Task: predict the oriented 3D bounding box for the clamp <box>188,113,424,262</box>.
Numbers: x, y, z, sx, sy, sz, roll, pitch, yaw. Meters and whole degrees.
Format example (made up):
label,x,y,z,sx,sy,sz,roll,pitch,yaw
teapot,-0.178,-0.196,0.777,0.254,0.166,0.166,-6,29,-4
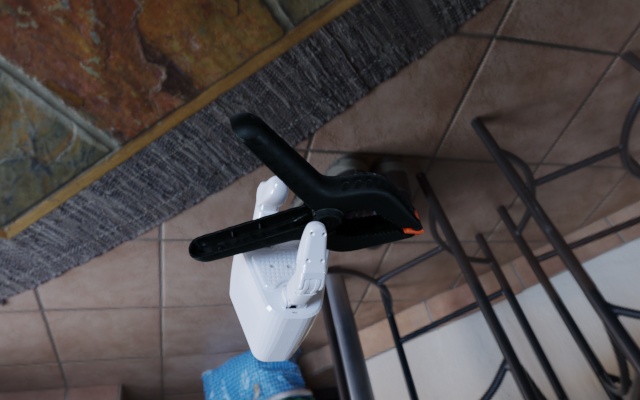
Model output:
label,x,y,z,sx,sy,sz,roll,pitch,yaw
clamp,0.001,0.002,0.410,0.210,0.036,0.165,3,-42,-18
